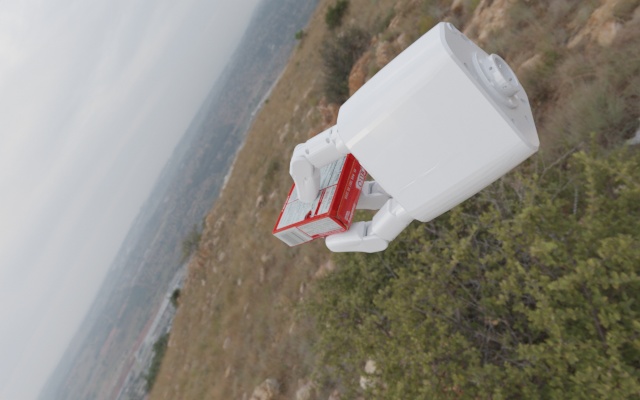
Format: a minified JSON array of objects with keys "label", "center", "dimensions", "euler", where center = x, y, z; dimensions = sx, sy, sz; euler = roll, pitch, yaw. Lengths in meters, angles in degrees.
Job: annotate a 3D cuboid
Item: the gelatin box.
[{"label":"gelatin box","center":[0.000,0.001,0.466],"dimensions":[0.030,0.073,0.089],"euler":[39,-37,-26]}]
